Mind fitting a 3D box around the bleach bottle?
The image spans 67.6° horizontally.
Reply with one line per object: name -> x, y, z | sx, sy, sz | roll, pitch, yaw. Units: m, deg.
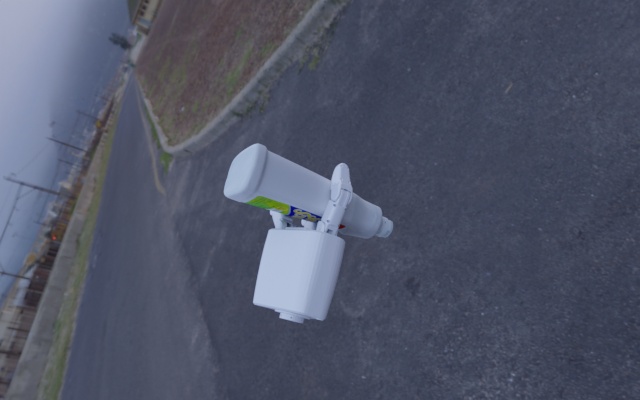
bleach bottle -> 0.000, 0.002, 0.665 | 0.251, 0.068, 0.102 | 21, -17, -26
